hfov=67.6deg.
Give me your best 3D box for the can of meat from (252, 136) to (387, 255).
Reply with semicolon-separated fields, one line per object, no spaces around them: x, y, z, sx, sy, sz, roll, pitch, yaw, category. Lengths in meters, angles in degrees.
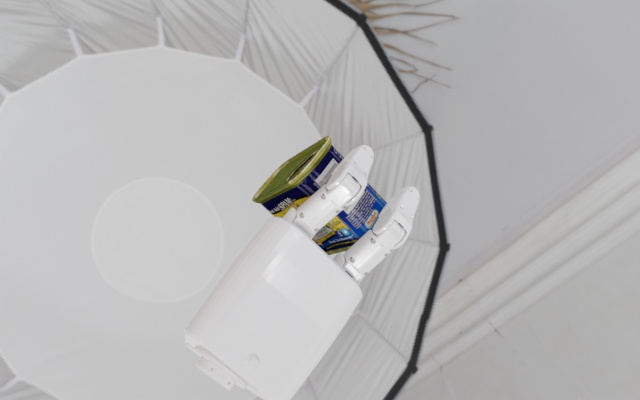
0.000;0.002;0.426;0.084;0.057;0.102;45;-31;-14;can of meat
